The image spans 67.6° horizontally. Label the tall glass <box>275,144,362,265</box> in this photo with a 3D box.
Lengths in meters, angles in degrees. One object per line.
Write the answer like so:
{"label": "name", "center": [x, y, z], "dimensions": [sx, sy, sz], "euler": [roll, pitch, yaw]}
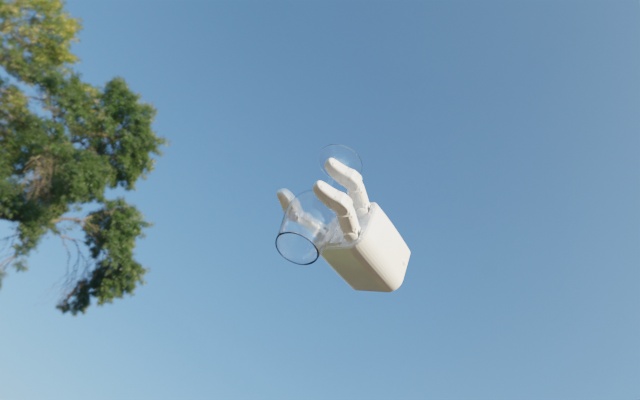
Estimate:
{"label": "tall glass", "center": [0.000, 0.002, 0.704], "dimensions": [0.079, 0.079, 0.201], "euler": [0, 39, 25]}
